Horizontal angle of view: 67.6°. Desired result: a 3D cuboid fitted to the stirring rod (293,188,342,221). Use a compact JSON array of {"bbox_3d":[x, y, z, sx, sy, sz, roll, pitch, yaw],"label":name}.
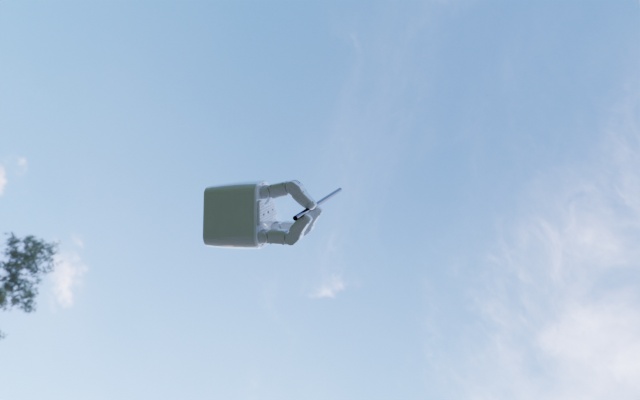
[{"bbox_3d":[0.000,0.003,0.841,0.011,0.011,0.239,0,12,19],"label":"stirring rod"}]
